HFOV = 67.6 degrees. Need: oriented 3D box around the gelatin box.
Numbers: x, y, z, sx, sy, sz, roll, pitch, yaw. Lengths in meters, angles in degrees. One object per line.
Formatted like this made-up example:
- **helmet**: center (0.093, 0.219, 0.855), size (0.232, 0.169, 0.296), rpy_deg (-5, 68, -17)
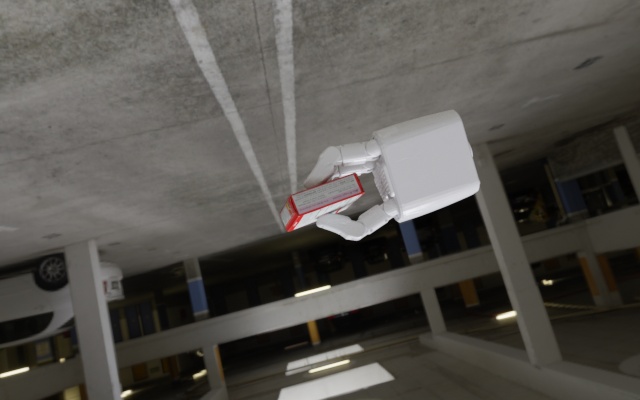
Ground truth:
- **gelatin box**: center (0.000, 0.002, 0.576), size (0.089, 0.030, 0.073), rpy_deg (-21, -10, -19)
